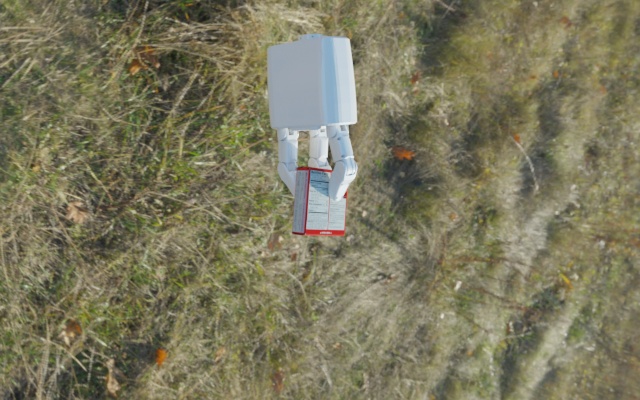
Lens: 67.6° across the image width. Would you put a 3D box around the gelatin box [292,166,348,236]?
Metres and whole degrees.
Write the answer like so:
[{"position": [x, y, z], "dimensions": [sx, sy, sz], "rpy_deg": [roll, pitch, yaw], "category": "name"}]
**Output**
[{"position": [0.000, 0.002, 0.635], "dimensions": [0.073, 0.089, 0.030], "rpy_deg": [4, -1, -43], "category": "gelatin box"}]
